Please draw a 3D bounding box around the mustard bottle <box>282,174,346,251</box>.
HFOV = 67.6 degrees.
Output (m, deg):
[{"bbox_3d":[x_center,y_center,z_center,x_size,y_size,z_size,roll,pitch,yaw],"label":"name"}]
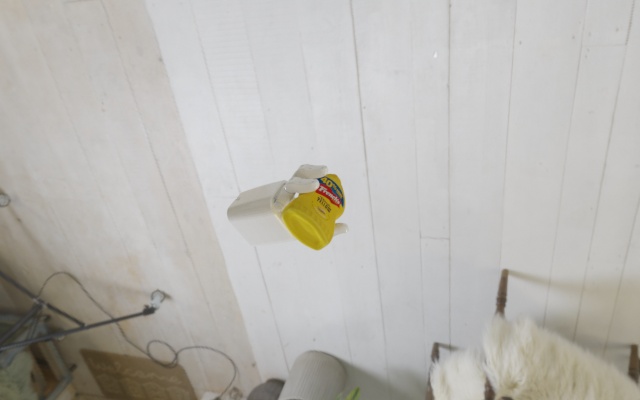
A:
[{"bbox_3d":[0.000,0.003,0.885,0.058,0.096,0.191,-39,12,34],"label":"mustard bottle"}]
